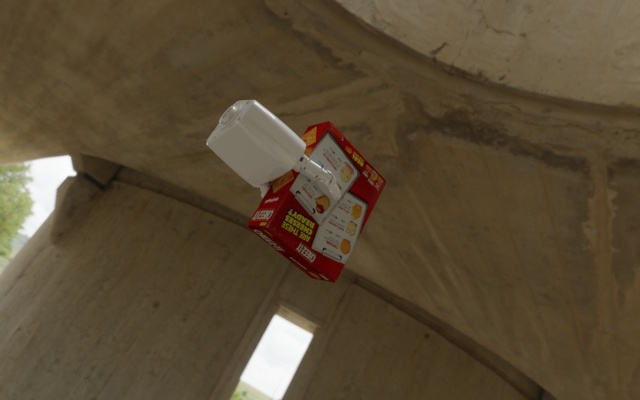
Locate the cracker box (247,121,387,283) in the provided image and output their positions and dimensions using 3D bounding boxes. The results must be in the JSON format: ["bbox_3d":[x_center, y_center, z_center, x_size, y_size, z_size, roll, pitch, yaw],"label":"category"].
[{"bbox_3d":[0.000,0.002,0.799,0.164,0.213,0.072,43,-26,-29],"label":"cracker box"}]
